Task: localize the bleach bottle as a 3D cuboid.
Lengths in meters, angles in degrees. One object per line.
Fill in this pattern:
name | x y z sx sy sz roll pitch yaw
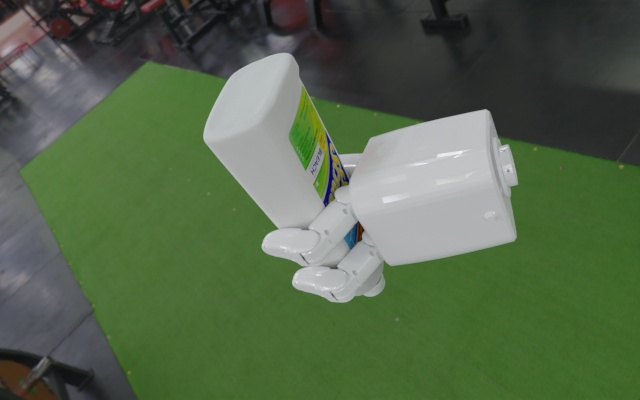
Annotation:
bleach bottle | 0.000 0.001 0.433 0.068 0.102 0.251 -13 -47 26
